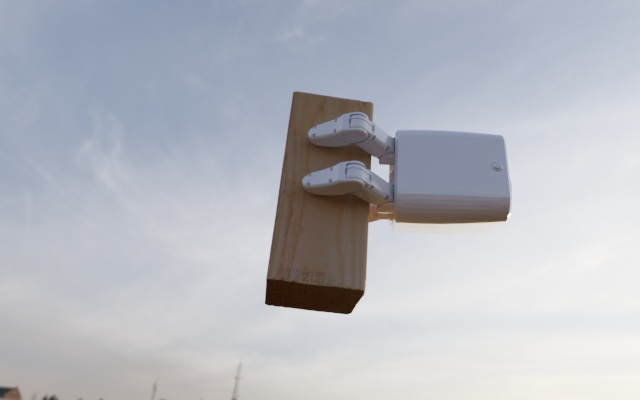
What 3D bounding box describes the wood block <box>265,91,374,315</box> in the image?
[{"bbox_3d":[0.000,0.002,0.494,0.090,0.206,0.091,7,-28,-3],"label":"wood block"}]
